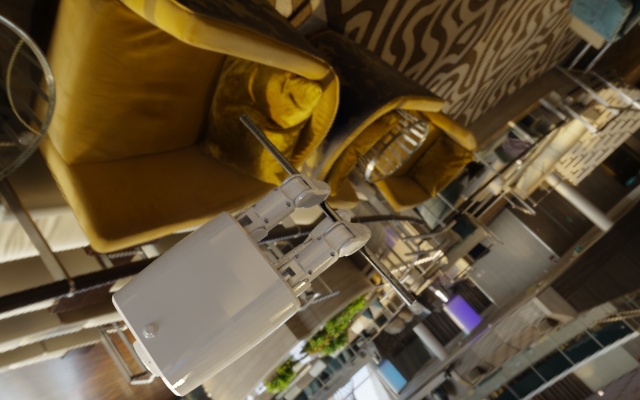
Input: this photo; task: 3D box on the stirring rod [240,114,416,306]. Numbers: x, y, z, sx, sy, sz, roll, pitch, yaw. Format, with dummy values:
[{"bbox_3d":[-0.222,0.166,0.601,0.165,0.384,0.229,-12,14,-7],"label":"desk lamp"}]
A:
[{"bbox_3d":[0.000,0.001,0.436,0.011,0.239,0.011,-37,-19,-15],"label":"stirring rod"}]
